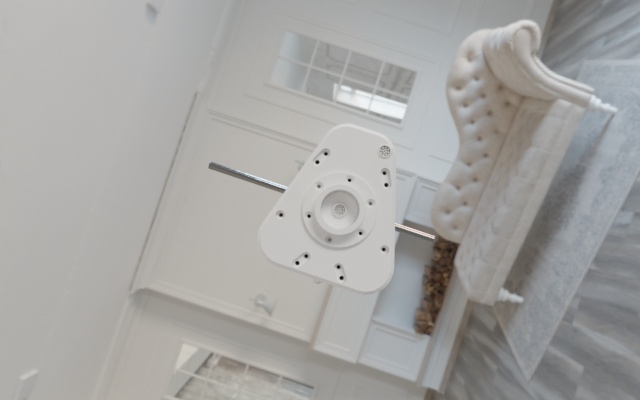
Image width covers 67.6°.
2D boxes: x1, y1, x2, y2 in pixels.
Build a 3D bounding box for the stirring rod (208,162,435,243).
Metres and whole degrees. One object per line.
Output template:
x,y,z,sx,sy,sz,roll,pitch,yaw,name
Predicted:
0.000,0.002,0.488,0.239,0.011,0.011,18,1,2,stirring rod
